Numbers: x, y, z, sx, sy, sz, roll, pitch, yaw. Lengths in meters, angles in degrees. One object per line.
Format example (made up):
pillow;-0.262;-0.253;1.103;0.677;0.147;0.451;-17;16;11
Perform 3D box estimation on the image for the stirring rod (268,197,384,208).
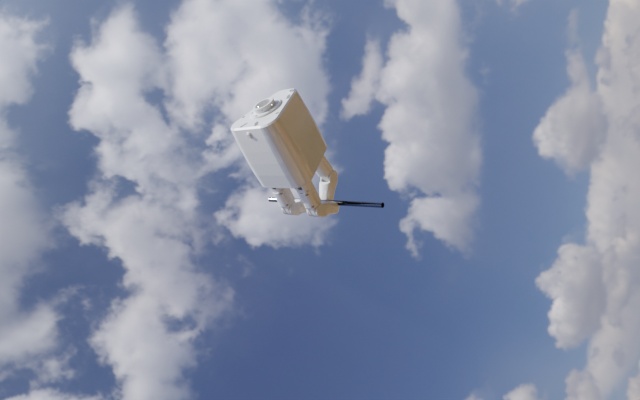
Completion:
stirring rod;0.000;0.002;0.773;0.239;0.011;0.011;3;2;41
